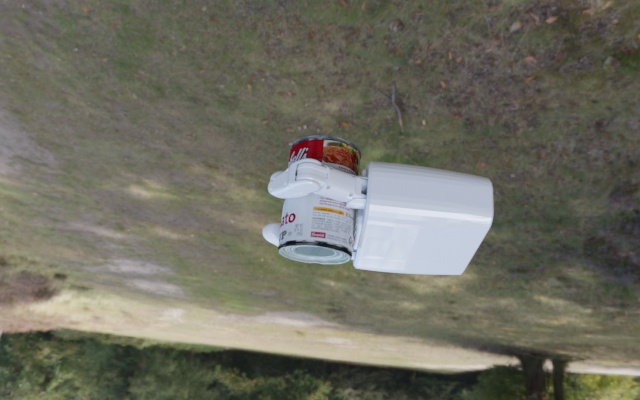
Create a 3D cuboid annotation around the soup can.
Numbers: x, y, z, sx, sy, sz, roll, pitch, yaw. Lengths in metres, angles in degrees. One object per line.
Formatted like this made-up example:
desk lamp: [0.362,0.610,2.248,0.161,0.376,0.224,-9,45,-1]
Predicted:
soup can: [0.000,0.002,0.437,0.068,0.102,0.068,5,-20,2]
